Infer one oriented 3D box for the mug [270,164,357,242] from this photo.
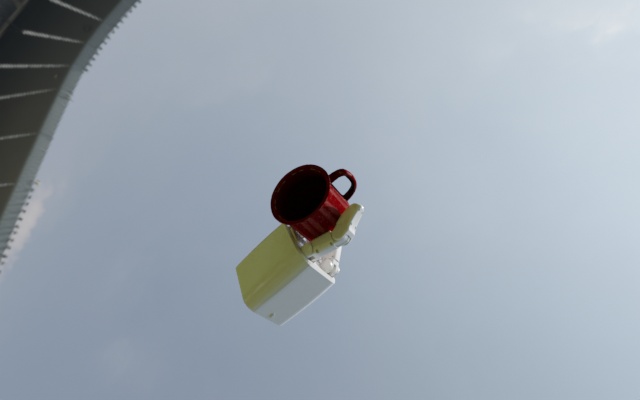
[{"bbox_3d":[0.001,0.001,0.664,0.081,0.117,0.093,45,7,-47],"label":"mug"}]
